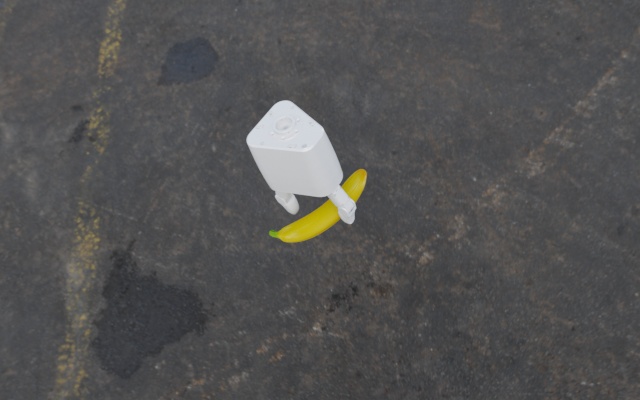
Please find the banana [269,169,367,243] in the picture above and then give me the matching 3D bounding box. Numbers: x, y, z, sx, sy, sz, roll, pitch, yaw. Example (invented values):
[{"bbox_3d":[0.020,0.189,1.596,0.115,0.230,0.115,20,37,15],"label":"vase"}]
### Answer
[{"bbox_3d":[0.006,0.016,0.796,0.198,0.069,0.037,-33,-41,-4],"label":"banana"}]
